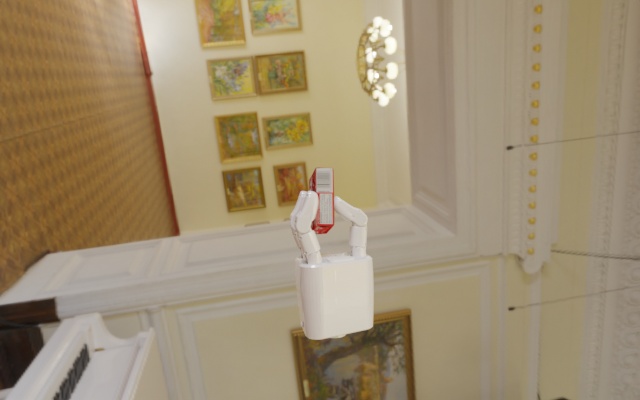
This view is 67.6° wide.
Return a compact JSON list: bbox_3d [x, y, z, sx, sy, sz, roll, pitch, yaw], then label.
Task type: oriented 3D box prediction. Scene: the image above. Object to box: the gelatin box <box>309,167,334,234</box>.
[{"bbox_3d":[0.001,0.002,0.715,0.030,0.089,0.073,1,-12,-8],"label":"gelatin box"}]
